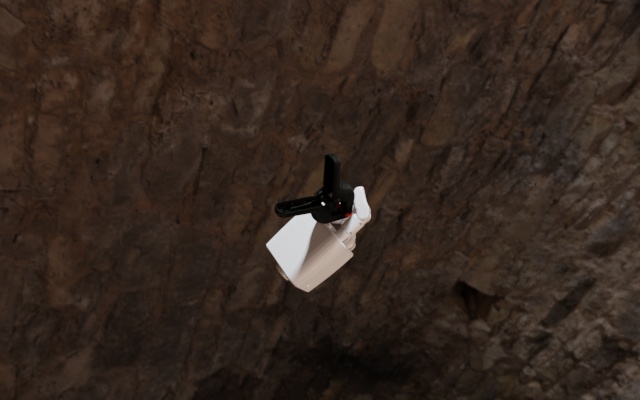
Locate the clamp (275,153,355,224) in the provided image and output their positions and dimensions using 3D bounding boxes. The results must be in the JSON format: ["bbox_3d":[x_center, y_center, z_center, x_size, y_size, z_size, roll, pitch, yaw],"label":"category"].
[{"bbox_3d":[0.000,0.002,0.741,0.120,0.039,0.171,-35,-30,3],"label":"clamp"}]
